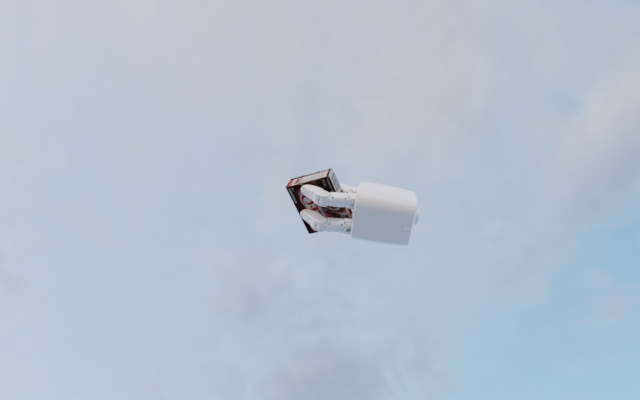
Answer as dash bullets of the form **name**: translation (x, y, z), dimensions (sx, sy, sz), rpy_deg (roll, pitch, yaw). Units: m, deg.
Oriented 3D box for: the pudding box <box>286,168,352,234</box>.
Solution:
- **pudding box**: translation (0.000, 0.003, 0.891), dimensions (0.090, 0.113, 0.039), rpy_deg (-14, 25, 23)
